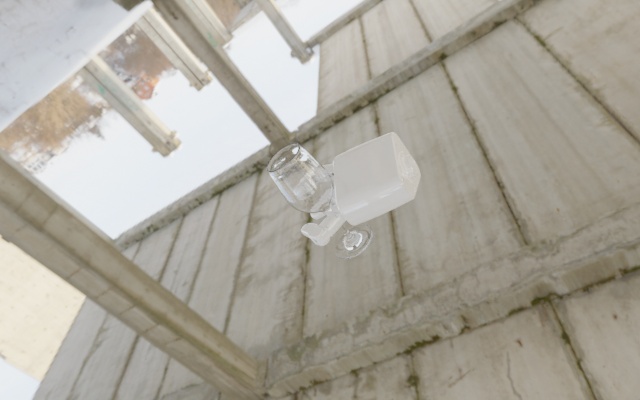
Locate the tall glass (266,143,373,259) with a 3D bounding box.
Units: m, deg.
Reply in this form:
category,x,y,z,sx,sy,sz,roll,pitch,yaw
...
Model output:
category,x,y,z,sx,sy,sz,roll,pitch,yaw
tall glass,0.000,0.003,0.754,0.079,0.079,0.201,0,-42,50
